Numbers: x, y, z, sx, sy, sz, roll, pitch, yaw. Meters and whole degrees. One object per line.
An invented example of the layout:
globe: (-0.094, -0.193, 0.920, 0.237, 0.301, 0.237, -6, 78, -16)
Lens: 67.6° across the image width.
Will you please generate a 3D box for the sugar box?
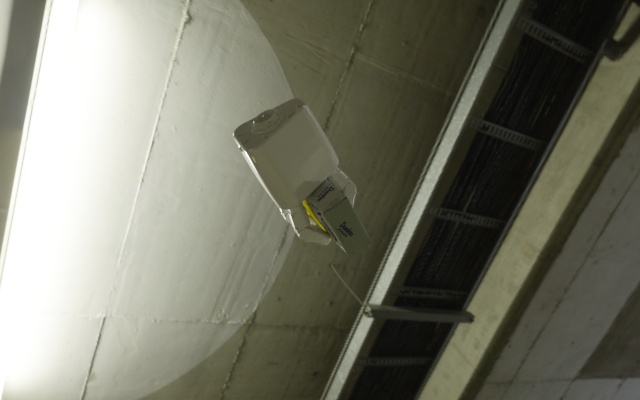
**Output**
sugar box: (0.000, 0.003, 0.718, 0.048, 0.093, 0.176, -35, 35, -6)
